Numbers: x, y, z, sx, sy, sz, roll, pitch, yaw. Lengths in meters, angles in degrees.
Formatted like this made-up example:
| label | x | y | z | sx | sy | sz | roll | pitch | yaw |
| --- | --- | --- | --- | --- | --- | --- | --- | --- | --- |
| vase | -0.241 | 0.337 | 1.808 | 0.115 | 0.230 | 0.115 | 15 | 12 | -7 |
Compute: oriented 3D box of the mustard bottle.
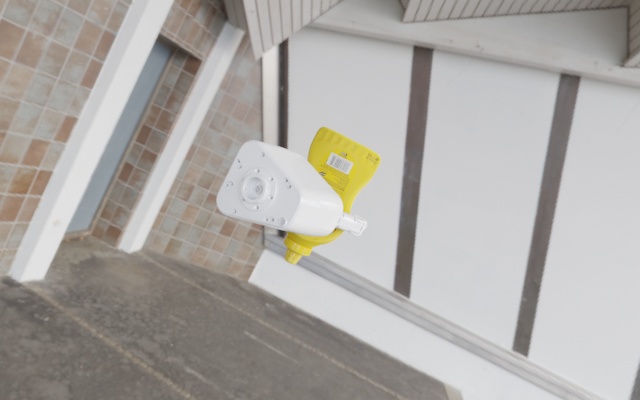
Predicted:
| label | x | y | z | sx | sy | sz | roll | pitch | yaw |
| --- | --- | --- | --- | --- | --- | --- | --- | --- | --- |
| mustard bottle | 0.000 | 0.002 | 0.663 | 0.096 | 0.191 | 0.058 | 27 | 7 | 1 |
